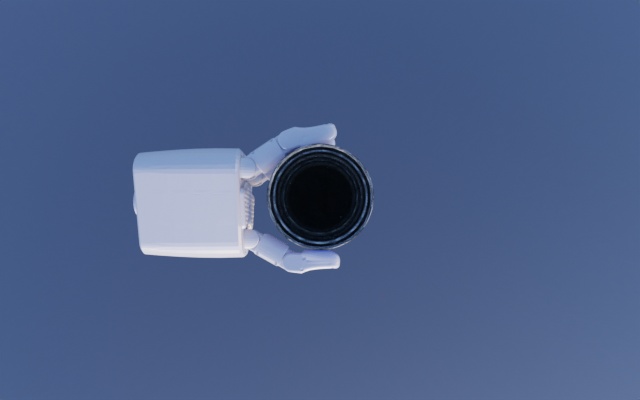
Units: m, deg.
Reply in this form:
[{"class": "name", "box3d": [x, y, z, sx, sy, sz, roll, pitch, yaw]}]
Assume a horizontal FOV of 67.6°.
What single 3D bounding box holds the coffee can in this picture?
[{"class": "coffee can", "box3d": [0.000, 0.002, 0.522, 0.103, 0.103, 0.140, 0, -5, 0]}]
